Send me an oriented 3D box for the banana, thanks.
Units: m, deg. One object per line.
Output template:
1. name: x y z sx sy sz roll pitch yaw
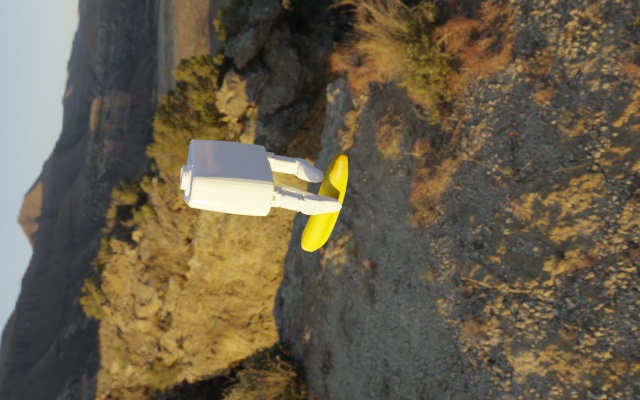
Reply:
1. banana: 0.002 0.018 0.727 0.037 0.069 0.198 7 -45 -18
